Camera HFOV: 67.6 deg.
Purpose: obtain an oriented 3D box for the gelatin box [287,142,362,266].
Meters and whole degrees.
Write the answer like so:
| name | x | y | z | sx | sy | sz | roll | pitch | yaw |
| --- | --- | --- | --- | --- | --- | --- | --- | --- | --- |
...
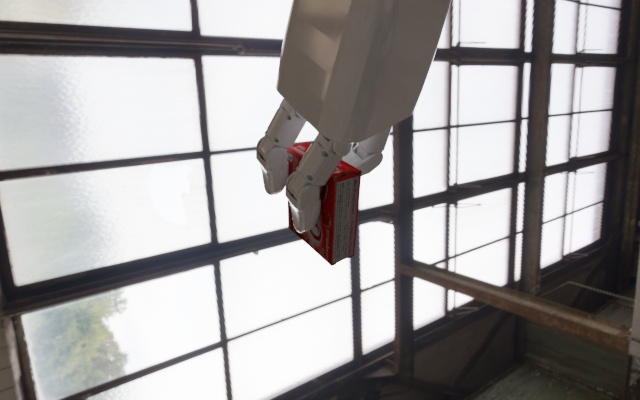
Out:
| name | x | y | z | sx | sy | sz | roll | pitch | yaw |
| --- | --- | --- | --- | --- | --- | --- | --- | --- | --- |
| gelatin box | 0.000 | 0.002 | 0.426 | 0.030 | 0.089 | 0.073 | -19 | 36 | -30 |
